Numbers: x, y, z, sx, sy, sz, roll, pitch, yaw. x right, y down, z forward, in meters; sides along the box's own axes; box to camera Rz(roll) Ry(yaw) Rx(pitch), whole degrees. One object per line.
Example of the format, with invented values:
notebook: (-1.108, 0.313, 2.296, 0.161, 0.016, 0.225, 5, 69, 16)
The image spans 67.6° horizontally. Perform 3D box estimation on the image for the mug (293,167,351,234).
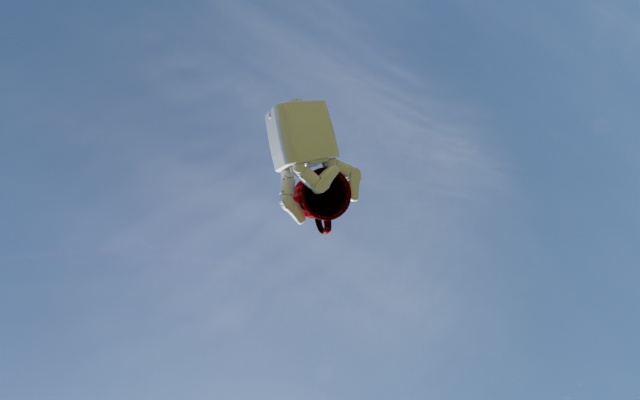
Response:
mug: (0.000, 0.004, 0.866, 0.093, 0.117, 0.081, -10, -1, -19)
